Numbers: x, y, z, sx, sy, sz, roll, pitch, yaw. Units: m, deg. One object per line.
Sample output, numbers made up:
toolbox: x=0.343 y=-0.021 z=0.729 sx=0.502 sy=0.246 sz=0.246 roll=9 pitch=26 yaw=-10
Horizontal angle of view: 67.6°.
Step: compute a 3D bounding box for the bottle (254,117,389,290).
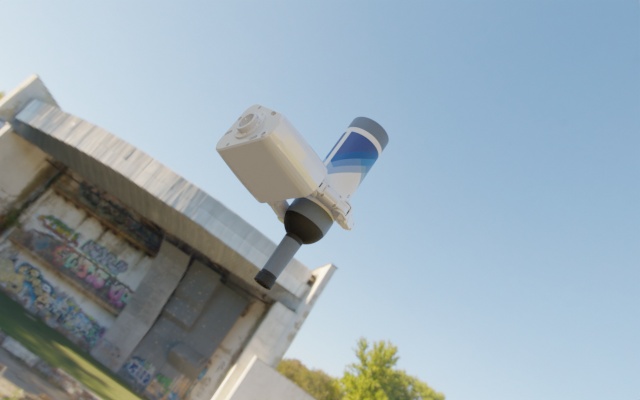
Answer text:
bottle: x=0.000 y=0.002 z=0.698 sx=0.069 sy=0.295 sz=0.069 roll=30 pitch=-23 yaw=14
